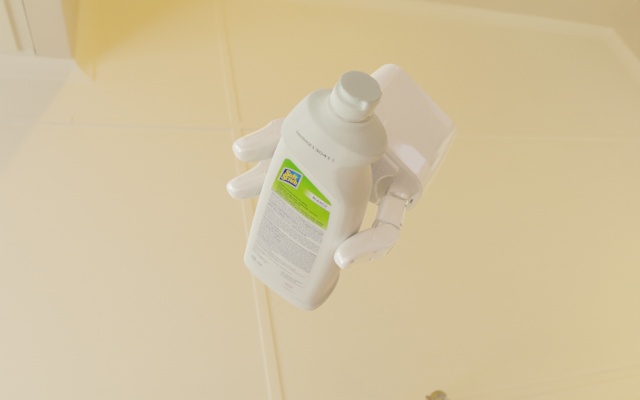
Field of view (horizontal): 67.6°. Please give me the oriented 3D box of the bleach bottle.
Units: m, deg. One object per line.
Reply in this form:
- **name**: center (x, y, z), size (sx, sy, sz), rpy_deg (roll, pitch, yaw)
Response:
- **bleach bottle**: center (0.000, 0.001, 0.404), size (0.102, 0.068, 0.251), rpy_deg (34, -38, 7)
